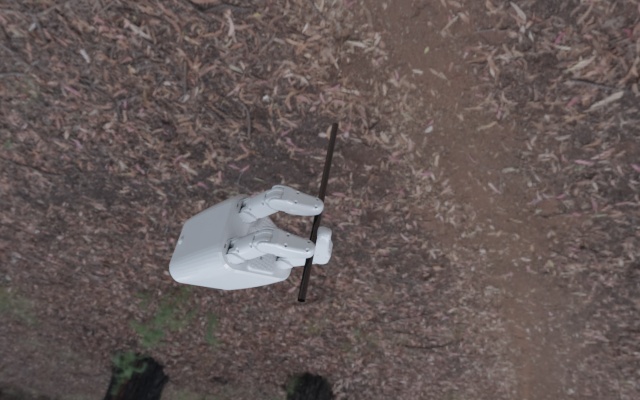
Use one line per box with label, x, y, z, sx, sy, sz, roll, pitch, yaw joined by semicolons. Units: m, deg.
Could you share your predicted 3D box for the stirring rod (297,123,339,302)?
stirring rod;0.000;0.002;0.543;0.011;0.239;0.011;8;-34;5
